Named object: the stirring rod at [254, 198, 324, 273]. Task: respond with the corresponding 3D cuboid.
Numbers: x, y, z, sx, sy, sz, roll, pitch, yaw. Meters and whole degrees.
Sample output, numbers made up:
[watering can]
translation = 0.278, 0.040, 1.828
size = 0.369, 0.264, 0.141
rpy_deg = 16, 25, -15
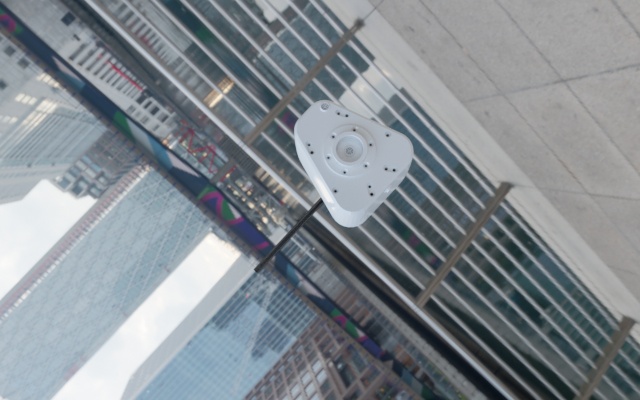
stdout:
[stirring rod]
translation = 0.000, 0.002, 0.611
size = 0.011, 0.239, 0.011
rpy_deg = 43, -3, 3
